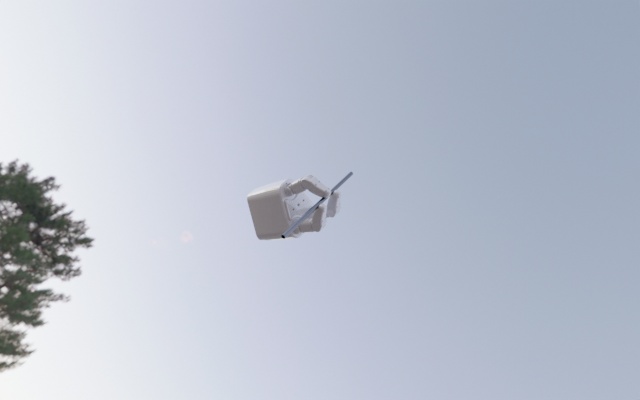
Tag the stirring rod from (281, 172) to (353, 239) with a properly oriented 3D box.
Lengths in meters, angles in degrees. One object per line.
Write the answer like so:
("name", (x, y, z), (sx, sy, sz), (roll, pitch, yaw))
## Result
("stirring rod", (0.000, 0.003, 0.883), (0.011, 0.011, 0.239), (0, 29, 36))
